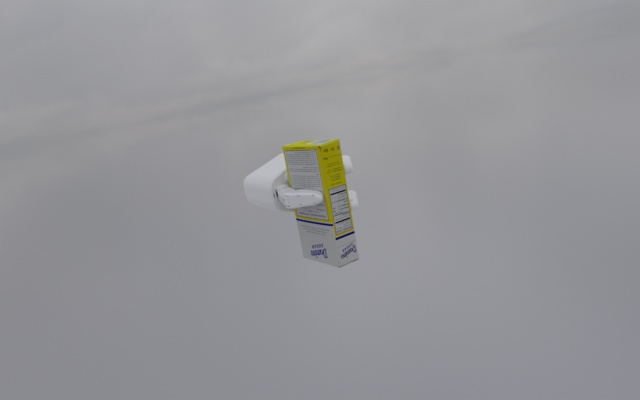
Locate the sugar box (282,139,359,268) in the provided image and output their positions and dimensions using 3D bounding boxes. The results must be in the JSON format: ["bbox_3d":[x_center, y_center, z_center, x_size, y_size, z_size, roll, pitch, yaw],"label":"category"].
[{"bbox_3d":[0.000,0.002,0.693,0.048,0.176,0.093,-21,17,-33],"label":"sugar box"}]
